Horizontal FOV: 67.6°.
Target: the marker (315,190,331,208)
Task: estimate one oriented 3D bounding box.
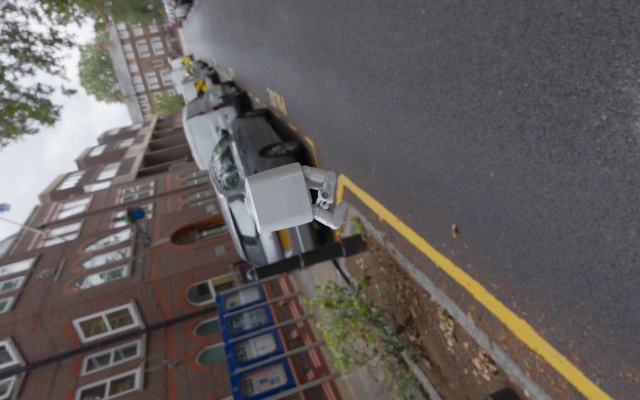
[{"bbox_3d":[0.000,0.003,0.900,0.020,0.020,0.121,0,-13,-9],"label":"marker"}]
